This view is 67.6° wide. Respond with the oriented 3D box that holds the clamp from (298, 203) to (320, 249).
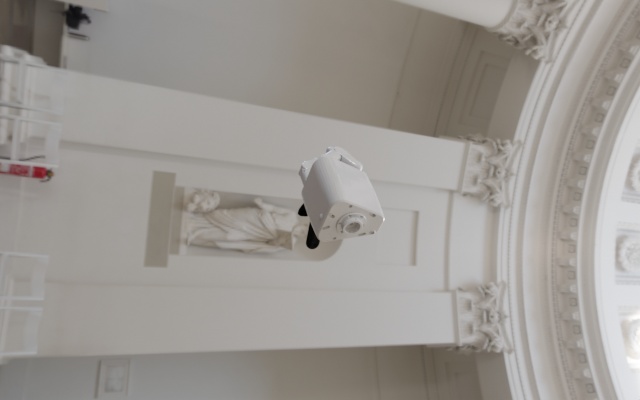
[{"bbox_3d":[0.001,0.003,0.882,0.039,0.172,0.120,6,40,-23],"label":"clamp"}]
